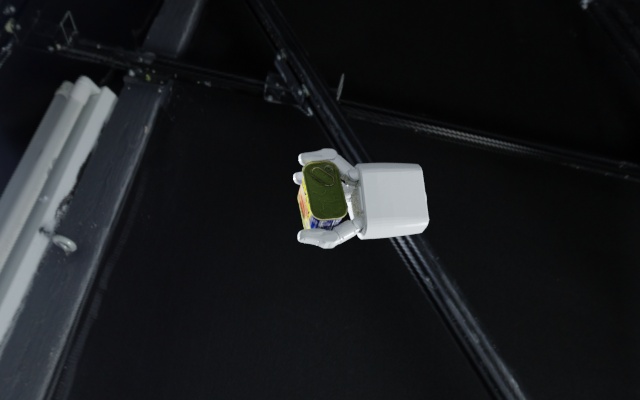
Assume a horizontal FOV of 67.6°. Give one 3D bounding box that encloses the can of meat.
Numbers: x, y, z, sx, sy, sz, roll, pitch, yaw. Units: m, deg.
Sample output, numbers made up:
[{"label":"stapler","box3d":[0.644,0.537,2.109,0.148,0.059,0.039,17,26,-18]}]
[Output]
[{"label":"can of meat","box3d":[0.000,0.003,0.752,0.057,0.102,0.084,-6,-27,-13]}]
